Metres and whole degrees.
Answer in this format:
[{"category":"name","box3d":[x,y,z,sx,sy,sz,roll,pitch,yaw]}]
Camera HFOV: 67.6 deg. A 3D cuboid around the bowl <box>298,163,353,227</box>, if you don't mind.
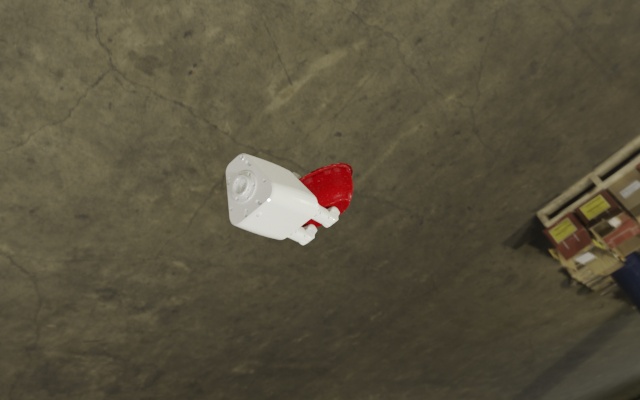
[{"category":"bowl","box3d":[0.001,0.003,0.860,0.162,0.055,0.162,-27,-20,-10]}]
